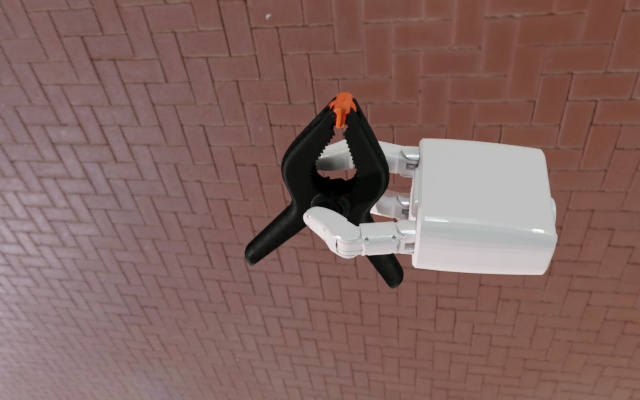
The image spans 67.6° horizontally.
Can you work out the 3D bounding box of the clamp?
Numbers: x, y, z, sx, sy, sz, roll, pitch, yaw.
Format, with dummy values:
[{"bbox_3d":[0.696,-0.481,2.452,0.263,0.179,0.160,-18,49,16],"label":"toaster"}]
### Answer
[{"bbox_3d":[0.000,0.002,0.439,0.164,0.210,0.036,3,40,7],"label":"clamp"}]
